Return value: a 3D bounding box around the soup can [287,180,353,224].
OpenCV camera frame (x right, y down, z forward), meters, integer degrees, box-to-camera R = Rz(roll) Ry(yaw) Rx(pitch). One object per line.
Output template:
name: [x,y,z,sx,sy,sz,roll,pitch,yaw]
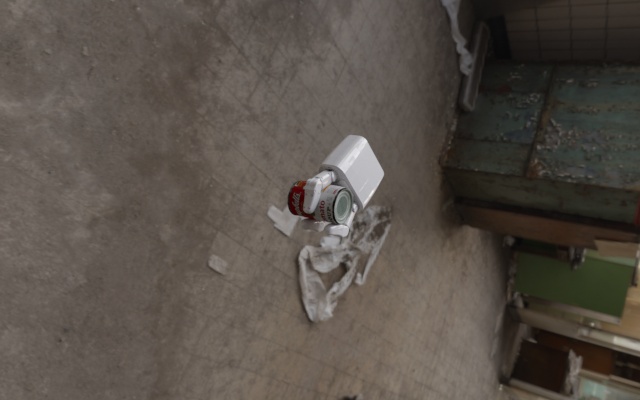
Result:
soup can: [0.000,0.003,0.873,0.102,0.068,0.068,11,6,33]
